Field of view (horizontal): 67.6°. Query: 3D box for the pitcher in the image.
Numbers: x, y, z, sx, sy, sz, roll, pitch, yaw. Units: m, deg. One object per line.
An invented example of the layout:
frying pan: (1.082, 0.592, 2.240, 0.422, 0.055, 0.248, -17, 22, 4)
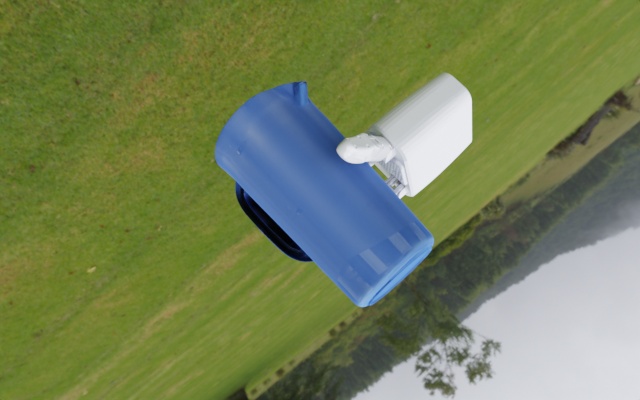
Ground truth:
pitcher: (0.000, 0.002, 0.537, 0.145, 0.242, 0.149, -40, -18, -8)
